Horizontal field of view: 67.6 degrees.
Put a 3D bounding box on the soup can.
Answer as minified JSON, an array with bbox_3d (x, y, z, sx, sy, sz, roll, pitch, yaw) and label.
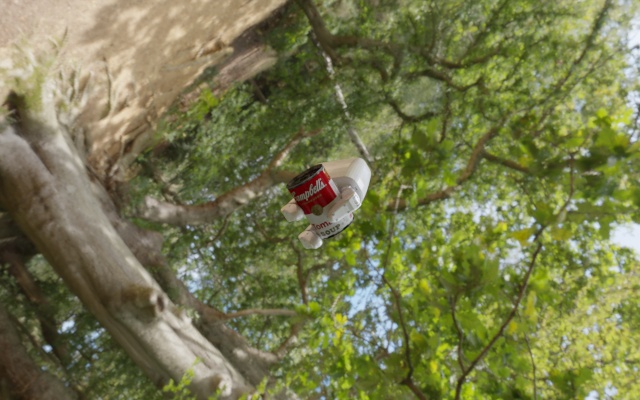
[{"bbox_3d":[0.000,0.003,0.760,0.068,0.102,0.068,-30,15,9],"label":"soup can"}]
